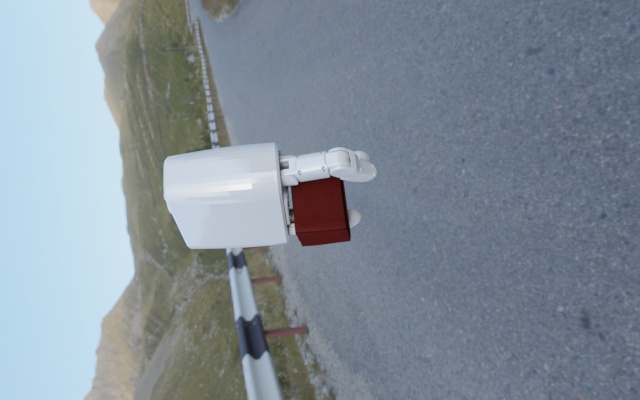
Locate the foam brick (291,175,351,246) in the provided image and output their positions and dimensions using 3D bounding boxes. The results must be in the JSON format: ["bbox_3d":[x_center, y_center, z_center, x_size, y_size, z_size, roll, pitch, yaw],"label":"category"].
[{"bbox_3d":[0.000,0.002,0.475,0.051,0.078,0.053,-7,-20,3],"label":"foam brick"}]
